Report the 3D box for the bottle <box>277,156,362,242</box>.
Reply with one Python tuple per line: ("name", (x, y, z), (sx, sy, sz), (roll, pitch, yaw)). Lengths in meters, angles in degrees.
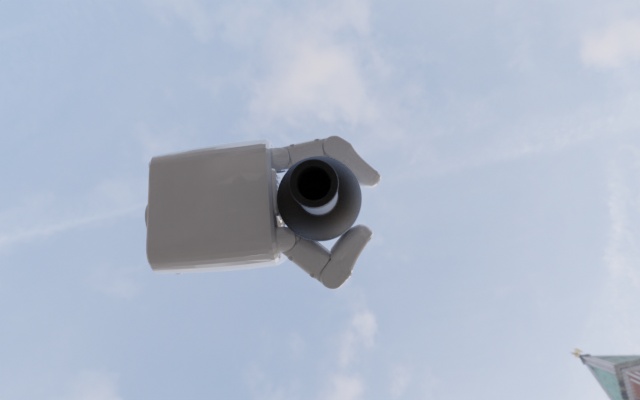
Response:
("bottle", (0.000, 0.001, 0.408), (0.069, 0.069, 0.296), (0, -4, 1))
